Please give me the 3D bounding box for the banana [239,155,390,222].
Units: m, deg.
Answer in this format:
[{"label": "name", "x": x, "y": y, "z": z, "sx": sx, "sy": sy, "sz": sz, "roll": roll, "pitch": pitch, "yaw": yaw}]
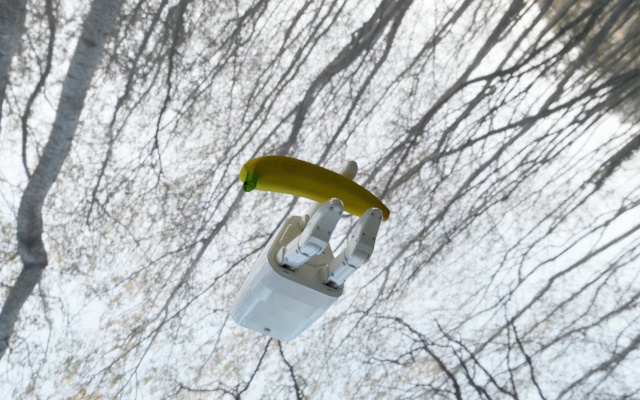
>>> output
[{"label": "banana", "x": -0.010, "y": -0.012, "z": 0.493, "sx": 0.198, "sy": 0.037, "sz": 0.069, "roll": 11, "pitch": 38, "yaw": -41}]
